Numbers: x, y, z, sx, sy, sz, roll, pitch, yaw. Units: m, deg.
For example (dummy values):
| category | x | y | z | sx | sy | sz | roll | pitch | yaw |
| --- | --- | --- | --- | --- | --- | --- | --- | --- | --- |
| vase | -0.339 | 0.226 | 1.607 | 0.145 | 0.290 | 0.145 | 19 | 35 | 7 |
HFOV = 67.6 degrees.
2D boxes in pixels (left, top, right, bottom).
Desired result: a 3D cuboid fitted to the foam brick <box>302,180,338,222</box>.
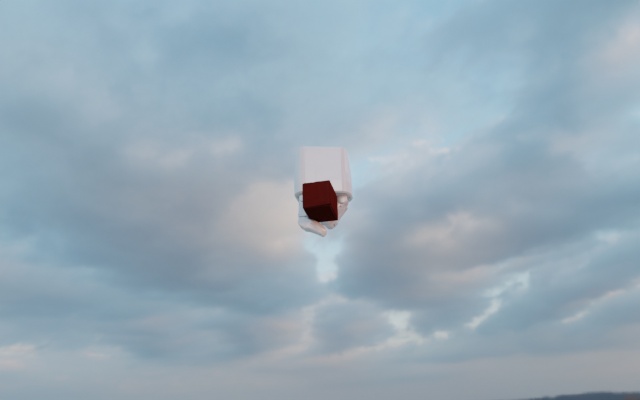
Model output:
| category | x | y | z | sx | sy | sz | roll | pitch | yaw |
| --- | --- | --- | --- | --- | --- | --- | --- | --- | --- |
| foam brick | 0.000 | 0.003 | 0.890 | 0.053 | 0.051 | 0.078 | -6 | -25 | 10 |
